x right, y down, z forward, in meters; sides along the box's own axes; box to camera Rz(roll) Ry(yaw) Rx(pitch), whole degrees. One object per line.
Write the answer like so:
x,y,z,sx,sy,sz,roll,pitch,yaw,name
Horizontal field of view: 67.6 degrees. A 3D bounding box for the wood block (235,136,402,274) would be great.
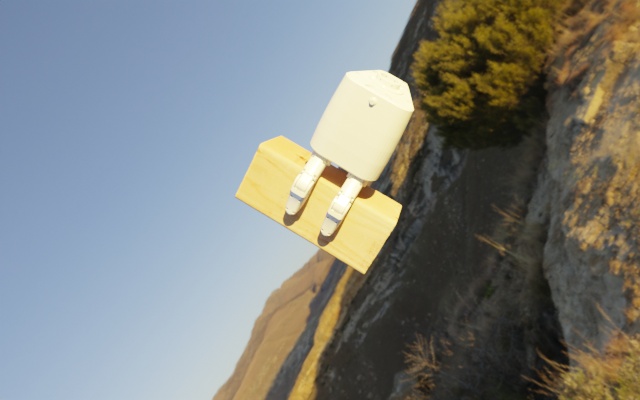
0.000,0.002,0.674,0.206,0.090,0.090,31,20,5,wood block
